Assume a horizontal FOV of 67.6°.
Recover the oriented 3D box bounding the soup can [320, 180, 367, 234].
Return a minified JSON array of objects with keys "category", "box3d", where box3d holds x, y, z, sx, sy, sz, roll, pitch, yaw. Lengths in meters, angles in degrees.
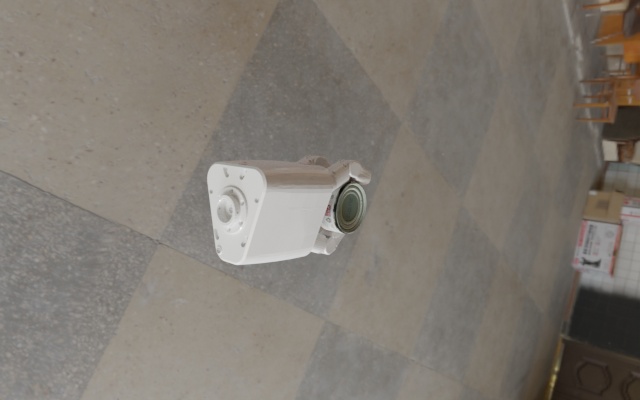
[{"category":"soup can","box3d":[0.001,0.002,0.620,0.102,0.068,0.068,10,6,38]}]
